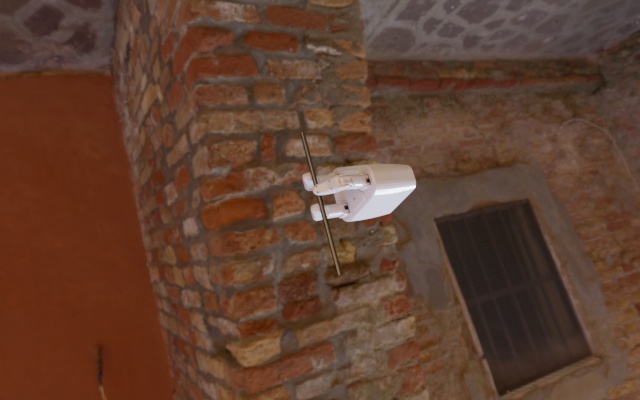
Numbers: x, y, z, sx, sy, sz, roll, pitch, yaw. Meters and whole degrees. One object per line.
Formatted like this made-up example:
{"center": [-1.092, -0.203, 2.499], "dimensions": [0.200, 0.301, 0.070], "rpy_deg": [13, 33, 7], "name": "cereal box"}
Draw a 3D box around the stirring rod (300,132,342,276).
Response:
{"center": [0.000, 0.002, 0.768], "dimensions": [0.011, 0.239, 0.011], "rpy_deg": [-14, -12, -3], "name": "stirring rod"}
